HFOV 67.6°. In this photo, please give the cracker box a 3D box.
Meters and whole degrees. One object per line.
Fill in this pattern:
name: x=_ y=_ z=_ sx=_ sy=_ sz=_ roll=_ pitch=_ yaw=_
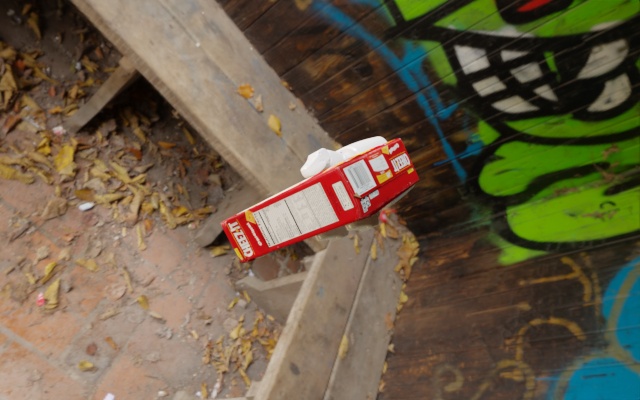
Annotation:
cracker box: x=0.000 y=0.002 z=0.634 sx=0.214 sy=0.072 sz=0.164 roll=-24 pitch=3 yaw=38
